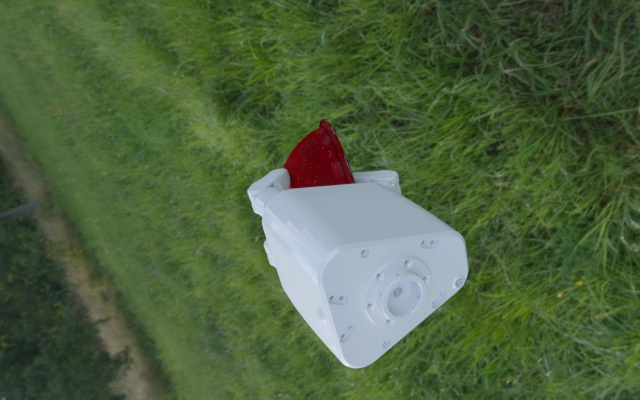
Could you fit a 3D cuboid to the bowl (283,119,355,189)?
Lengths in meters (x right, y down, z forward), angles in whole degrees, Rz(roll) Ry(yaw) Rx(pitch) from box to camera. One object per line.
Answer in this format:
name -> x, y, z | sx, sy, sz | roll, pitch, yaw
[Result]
bowl -> -0.001, 0.002, 0.491 | 0.055, 0.162, 0.162 | -17, 1, -5
